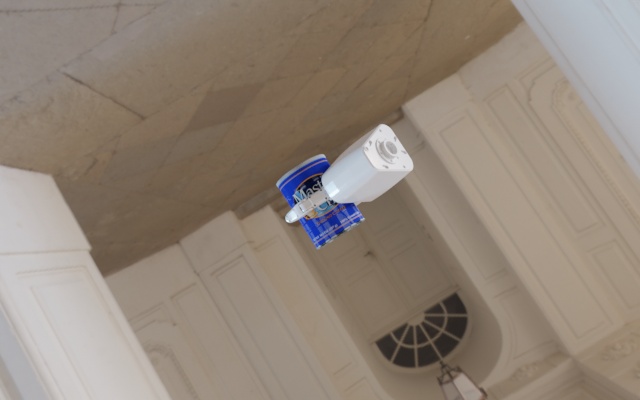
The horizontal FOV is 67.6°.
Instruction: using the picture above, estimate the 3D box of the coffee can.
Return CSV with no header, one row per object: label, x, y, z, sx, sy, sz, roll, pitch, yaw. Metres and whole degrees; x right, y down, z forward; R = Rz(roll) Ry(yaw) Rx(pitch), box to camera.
coffee can,0.000,0.003,0.861,0.103,0.140,0.103,-32,-6,-4
